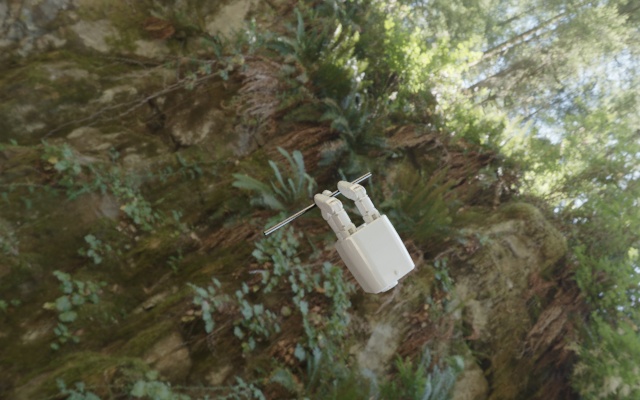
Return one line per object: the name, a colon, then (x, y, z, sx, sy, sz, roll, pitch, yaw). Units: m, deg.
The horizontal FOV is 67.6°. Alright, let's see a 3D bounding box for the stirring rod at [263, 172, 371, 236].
stirring rod: (0.000, 0.003, 0.850, 0.239, 0.011, 0.011, -29, 14, -27)
